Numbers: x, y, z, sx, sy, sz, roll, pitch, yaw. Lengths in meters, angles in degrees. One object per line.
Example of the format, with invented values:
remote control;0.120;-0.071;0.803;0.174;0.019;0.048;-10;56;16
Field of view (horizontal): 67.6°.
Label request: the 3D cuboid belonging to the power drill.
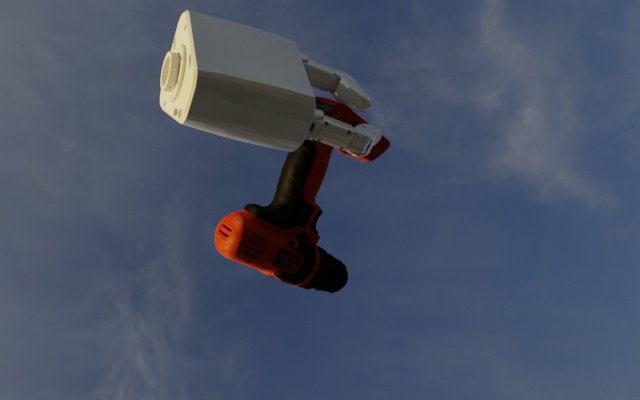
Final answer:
power drill;0.000;0.001;0.505;0.057;0.187;0.184;23;-5;44
